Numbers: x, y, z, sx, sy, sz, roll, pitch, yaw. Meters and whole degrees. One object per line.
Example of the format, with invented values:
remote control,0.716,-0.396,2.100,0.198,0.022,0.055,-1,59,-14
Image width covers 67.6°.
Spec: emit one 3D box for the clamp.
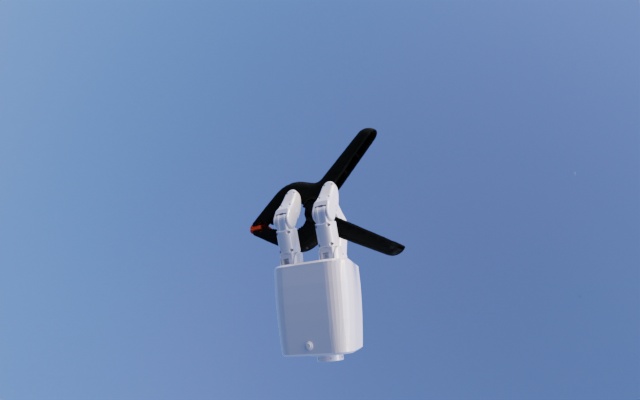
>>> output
clamp,0.000,0.003,0.623,0.210,0.164,0.036,-12,-16,26
